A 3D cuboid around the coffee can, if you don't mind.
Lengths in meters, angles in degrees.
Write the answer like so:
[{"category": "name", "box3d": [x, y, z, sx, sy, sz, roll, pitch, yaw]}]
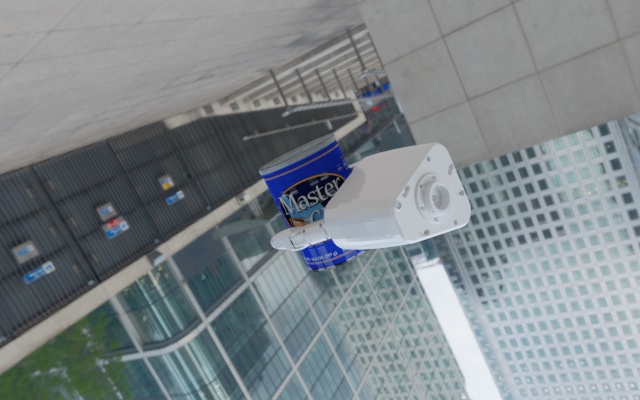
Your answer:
[{"category": "coffee can", "box3d": [0.000, 0.002, 0.594, 0.103, 0.140, 0.102, -25, 11, 5]}]
